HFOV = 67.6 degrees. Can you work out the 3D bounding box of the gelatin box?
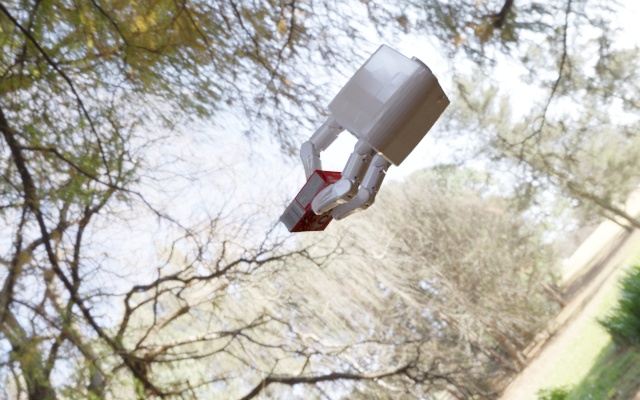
[{"bbox_3d":[0.000,0.002,0.615,0.073,0.089,0.030,1,43,-54],"label":"gelatin box"}]
